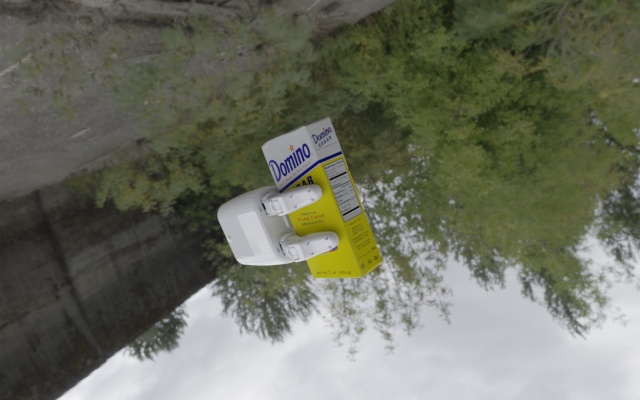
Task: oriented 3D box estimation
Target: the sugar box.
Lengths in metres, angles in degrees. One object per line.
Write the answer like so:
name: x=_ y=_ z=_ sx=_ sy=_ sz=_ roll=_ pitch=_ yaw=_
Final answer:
sugar box: x=0.000 y=0.002 z=0.550 sx=0.048 sy=0.176 sz=0.093 roll=-30 pitch=10 yaw=-38
